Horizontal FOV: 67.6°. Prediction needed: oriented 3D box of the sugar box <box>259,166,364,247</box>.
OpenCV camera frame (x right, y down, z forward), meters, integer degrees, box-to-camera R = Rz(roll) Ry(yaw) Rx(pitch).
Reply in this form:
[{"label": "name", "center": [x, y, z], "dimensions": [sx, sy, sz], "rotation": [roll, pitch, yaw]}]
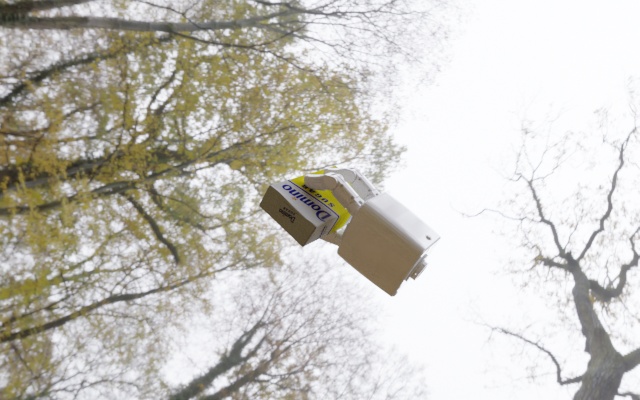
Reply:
[{"label": "sugar box", "center": [0.001, 0.002, 0.719], "dimensions": [0.093, 0.048, 0.176], "rotation": [42, 29, 17]}]
